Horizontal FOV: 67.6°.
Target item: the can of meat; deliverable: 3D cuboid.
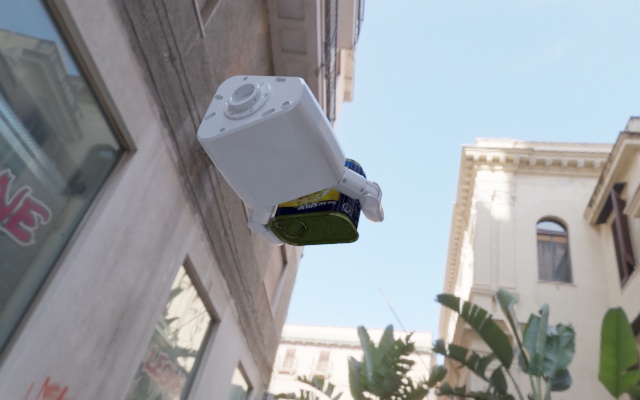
[{"bbox_3d":[0.000,0.002,0.557,0.102,0.084,0.057,-6,-39,28],"label":"can of meat"}]
